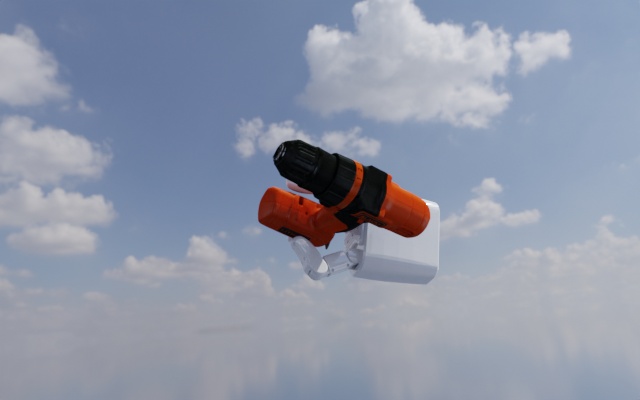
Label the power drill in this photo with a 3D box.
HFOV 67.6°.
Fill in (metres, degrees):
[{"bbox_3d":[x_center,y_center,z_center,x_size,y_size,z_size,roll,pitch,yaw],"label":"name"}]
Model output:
[{"bbox_3d":[0.000,0.002,0.539,0.184,0.057,0.188,26,-21,-24],"label":"power drill"}]
